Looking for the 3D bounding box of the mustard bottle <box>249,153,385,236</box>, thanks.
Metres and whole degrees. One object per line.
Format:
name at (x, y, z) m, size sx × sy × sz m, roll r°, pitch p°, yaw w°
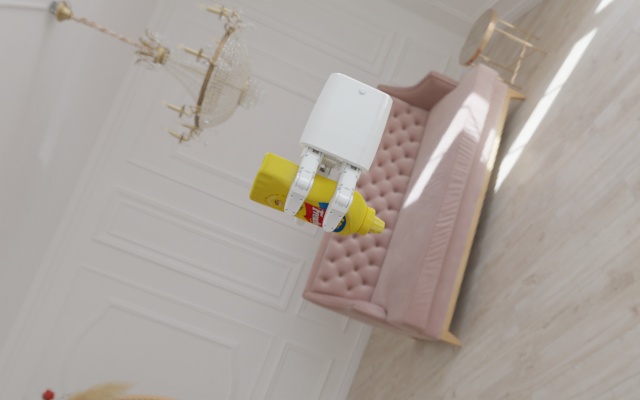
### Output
mustard bottle at (0.000, 0.002, 0.665) m, size 0.191 × 0.058 × 0.096 m, roll 22°, pitch -29°, yaw -7°
